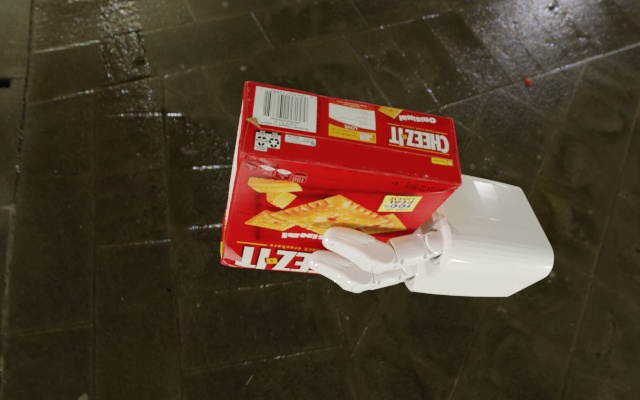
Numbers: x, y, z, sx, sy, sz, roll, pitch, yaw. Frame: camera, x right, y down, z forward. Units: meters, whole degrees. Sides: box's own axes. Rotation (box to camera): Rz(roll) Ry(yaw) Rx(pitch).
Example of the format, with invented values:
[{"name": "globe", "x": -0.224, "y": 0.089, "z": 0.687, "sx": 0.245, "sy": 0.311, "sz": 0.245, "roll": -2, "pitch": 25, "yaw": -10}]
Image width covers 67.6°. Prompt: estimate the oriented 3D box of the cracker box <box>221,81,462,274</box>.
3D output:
[{"name": "cracker box", "x": 0.000, "y": 0.001, "z": 0.429, "sx": 0.164, "sy": 0.072, "sz": 0.214, "roll": 8, "pitch": -30, "yaw": -12}]
